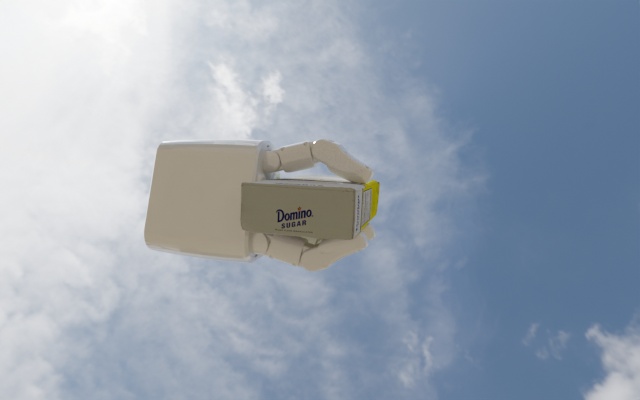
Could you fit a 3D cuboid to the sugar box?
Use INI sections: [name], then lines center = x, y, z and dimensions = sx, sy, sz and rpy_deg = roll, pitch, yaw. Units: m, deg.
[sugar box]
center = 0.000, 0.002, 0.447
dimensions = 0.093, 0.048, 0.176
rpy_deg = 4, 8, 13
